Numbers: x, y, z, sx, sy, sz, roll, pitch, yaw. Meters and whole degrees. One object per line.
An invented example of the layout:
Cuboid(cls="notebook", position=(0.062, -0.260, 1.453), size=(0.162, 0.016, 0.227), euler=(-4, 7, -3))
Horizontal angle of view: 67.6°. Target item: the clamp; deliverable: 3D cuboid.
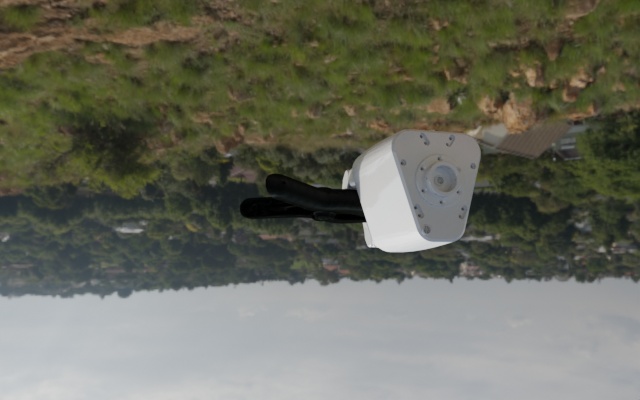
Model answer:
Cuboid(cls="clamp", position=(0.000, 0.002, 0.537), size=(0.171, 0.039, 0.120), euler=(2, -10, -14))
